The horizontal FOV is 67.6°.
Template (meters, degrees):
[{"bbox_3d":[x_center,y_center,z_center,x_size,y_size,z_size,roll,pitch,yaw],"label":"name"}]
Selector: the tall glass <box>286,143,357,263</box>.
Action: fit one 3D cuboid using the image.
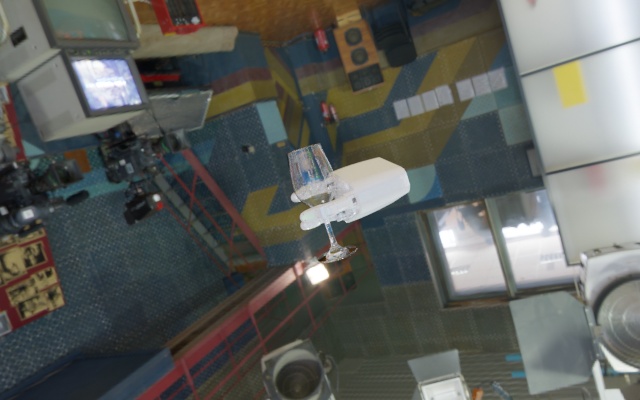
[{"bbox_3d":[0.000,0.003,0.840,0.079,0.201,0.079,-18,8,3],"label":"tall glass"}]
